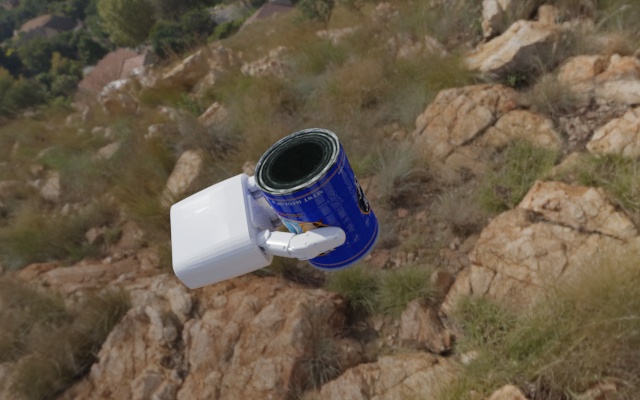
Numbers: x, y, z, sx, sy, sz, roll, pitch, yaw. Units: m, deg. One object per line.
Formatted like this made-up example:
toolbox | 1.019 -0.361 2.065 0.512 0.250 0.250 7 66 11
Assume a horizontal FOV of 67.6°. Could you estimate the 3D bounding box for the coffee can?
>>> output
coffee can | 0.000 0.002 0.561 0.103 0.102 0.140 0 -42 31
